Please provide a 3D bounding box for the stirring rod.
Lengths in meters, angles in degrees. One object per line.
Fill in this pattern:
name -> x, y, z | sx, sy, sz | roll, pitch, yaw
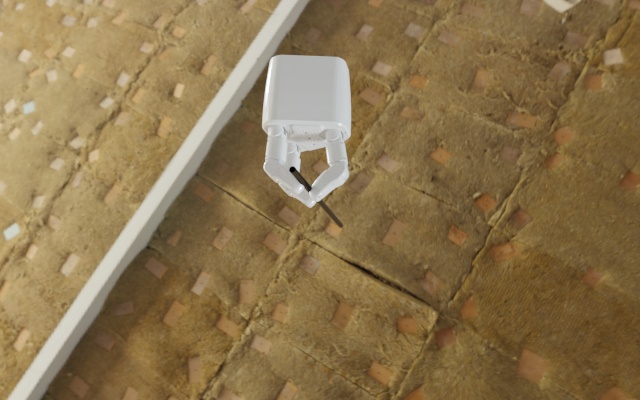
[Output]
stirring rod -> 0.000, 0.002, 0.660 | 0.011, 0.011, 0.240 | 0, -18, 17
